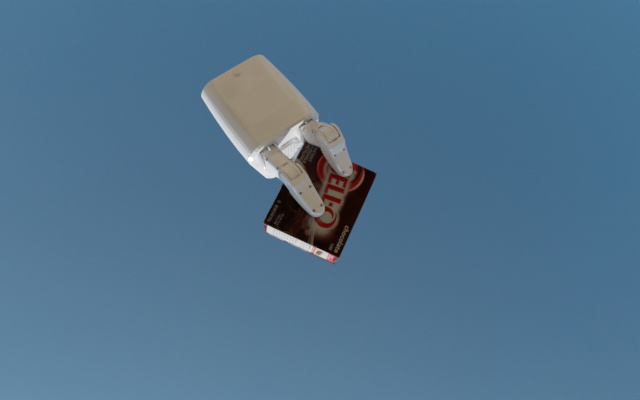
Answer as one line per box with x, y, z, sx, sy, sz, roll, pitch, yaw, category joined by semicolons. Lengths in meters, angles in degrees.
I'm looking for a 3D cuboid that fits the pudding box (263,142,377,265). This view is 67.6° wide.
0.000;0.002;0.534;0.090;0.113;0.039;24;-20;4;pudding box
